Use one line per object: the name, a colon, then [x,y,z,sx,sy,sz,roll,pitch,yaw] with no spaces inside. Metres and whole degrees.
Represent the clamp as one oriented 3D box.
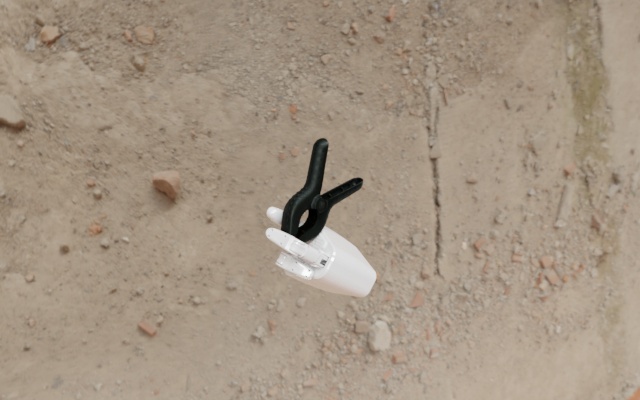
clamp: [0.000,0.003,0.744,0.120,0.171,0.039,31,-5,-35]
